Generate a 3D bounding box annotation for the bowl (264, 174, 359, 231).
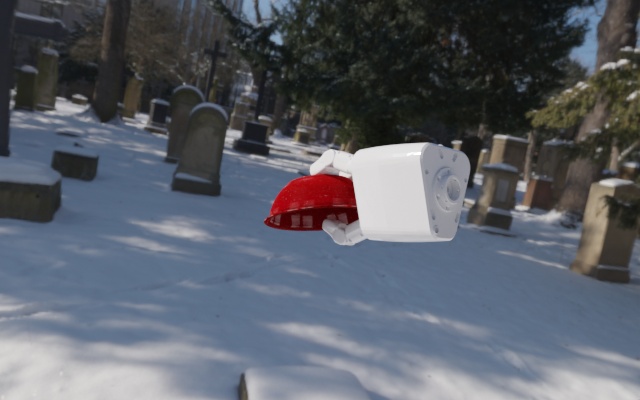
[{"bbox_3d":[-0.001,0.002,0.676,0.162,0.055,0.162,-4,-14,-1],"label":"bowl"}]
